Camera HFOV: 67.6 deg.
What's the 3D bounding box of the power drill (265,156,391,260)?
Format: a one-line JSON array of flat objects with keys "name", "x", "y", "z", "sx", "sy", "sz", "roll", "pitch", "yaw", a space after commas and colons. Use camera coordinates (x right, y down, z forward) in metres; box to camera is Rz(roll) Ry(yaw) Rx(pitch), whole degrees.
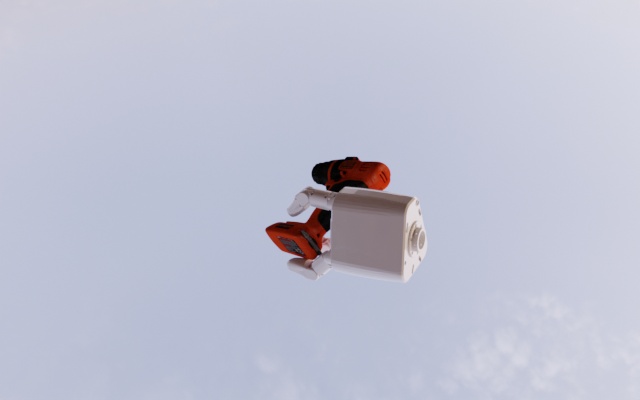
[{"name": "power drill", "x": 0.000, "y": 0.003, "z": 0.763, "sx": 0.187, "sy": 0.057, "sz": 0.184, "roll": -48, "pitch": 26, "yaw": -21}]
